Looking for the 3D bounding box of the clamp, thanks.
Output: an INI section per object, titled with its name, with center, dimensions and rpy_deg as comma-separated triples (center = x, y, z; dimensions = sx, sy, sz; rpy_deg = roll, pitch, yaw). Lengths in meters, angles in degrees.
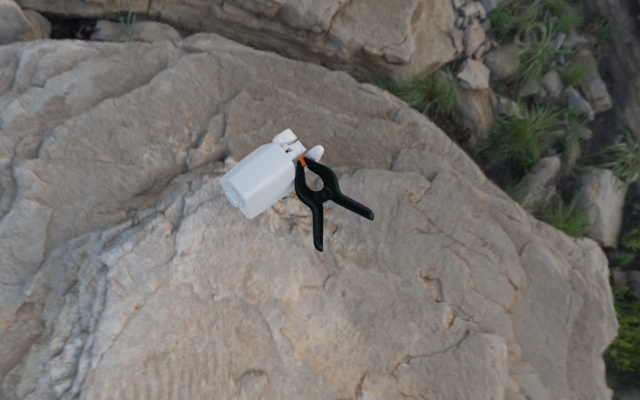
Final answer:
[clamp]
center = 0.000, 0.002, 0.851
dimensions = 0.120, 0.171, 0.039
rpy_deg = -40, -6, -14
